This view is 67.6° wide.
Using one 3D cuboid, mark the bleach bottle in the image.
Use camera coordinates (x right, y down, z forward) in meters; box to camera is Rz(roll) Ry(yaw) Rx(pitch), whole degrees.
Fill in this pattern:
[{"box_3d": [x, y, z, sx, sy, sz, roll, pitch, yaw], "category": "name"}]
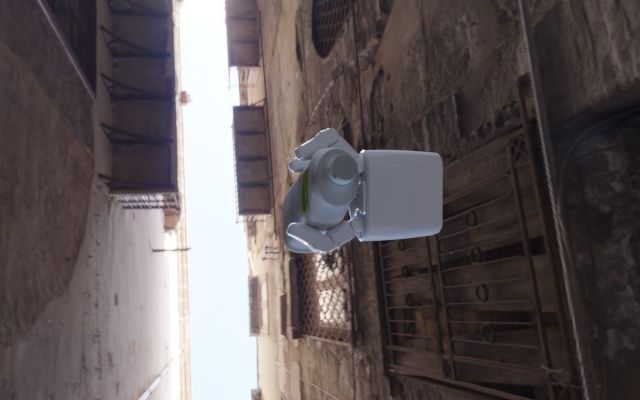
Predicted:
[{"box_3d": [0.000, 0.002, 0.618, 0.068, 0.102, 0.251, -1, -13, -13], "category": "bleach bottle"}]
